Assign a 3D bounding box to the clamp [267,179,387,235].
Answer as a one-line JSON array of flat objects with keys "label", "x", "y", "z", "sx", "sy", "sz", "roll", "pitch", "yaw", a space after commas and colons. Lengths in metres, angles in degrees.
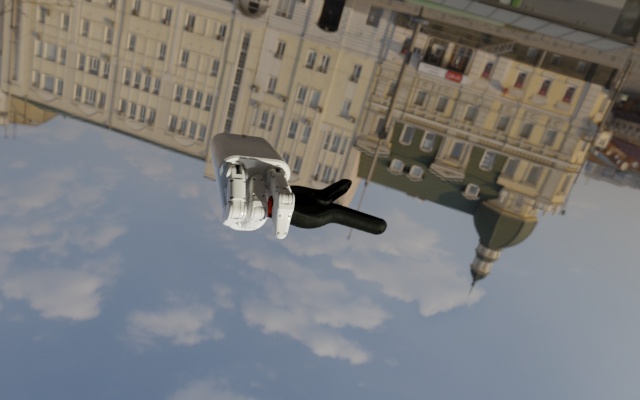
[{"label": "clamp", "x": 0.000, "y": 0.003, "z": 0.677, "sx": 0.171, "sy": 0.039, "sz": 0.120, "roll": 7, "pitch": 27, "yaw": -25}]
